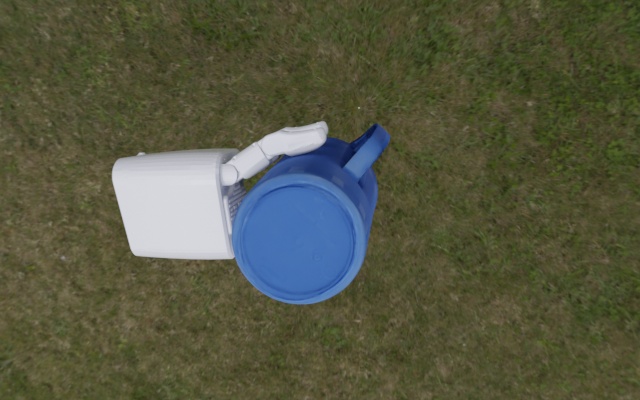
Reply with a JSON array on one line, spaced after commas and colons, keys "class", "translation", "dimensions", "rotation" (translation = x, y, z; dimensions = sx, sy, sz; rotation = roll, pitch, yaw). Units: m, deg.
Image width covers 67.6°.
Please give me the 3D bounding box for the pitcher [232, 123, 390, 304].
[{"class": "pitcher", "translation": [0.000, 0.002, 0.481], "dimensions": [0.145, 0.149, 0.242], "rotation": [-1, 11, 5]}]
